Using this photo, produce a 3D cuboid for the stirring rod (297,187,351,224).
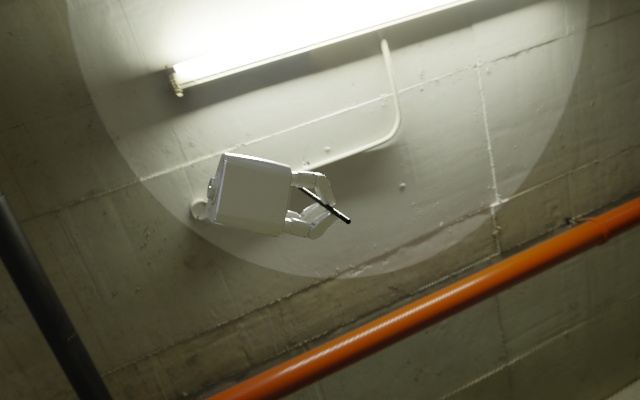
[{"bbox_3d":[0.000,0.003,0.811,0.011,0.011,0.239,0,14,-21],"label":"stirring rod"}]
